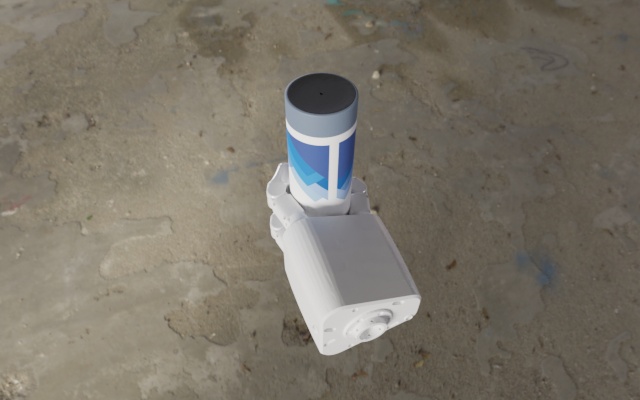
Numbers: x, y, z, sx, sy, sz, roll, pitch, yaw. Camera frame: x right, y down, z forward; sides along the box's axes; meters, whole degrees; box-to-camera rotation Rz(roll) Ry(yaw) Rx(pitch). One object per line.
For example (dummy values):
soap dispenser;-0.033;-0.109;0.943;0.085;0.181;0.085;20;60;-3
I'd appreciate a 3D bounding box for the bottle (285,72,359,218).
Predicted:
bottle;0.000;0.002;0.536;0.069;0.069;0.296;0;-42;0
